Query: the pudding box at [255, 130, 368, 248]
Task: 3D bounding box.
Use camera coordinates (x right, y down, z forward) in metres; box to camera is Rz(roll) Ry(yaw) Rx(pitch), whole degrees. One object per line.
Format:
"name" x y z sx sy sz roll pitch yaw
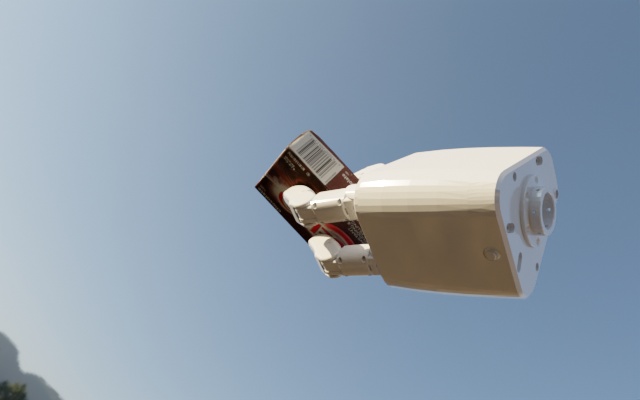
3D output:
"pudding box" 0.000 0.001 0.449 0.039 0.113 0.090 -42 1 -35
